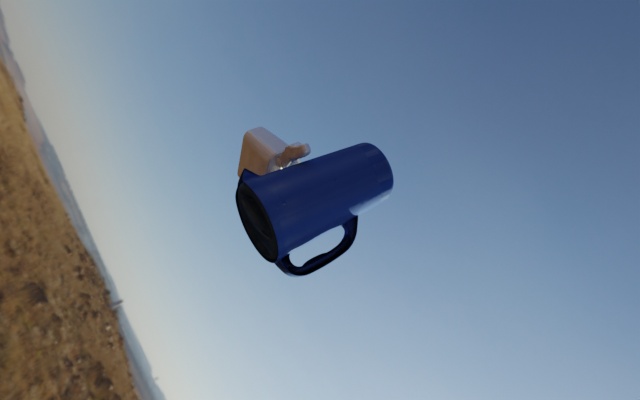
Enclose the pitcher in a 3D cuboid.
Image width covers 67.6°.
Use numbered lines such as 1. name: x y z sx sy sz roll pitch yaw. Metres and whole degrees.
1. pitcher: 0.000 0.002 0.768 0.243 0.149 0.145 -24 40 -25
